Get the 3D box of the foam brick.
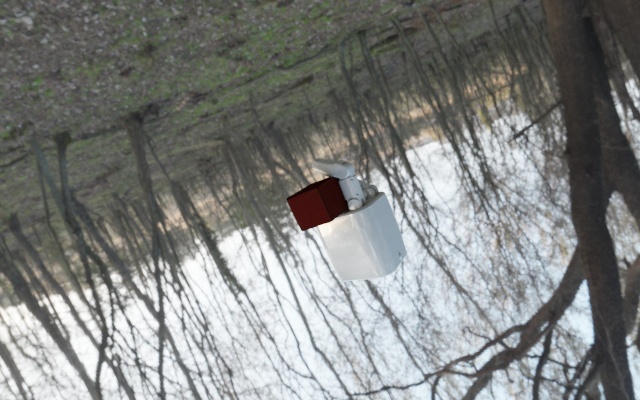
[{"bbox_3d":[0.000,0.002,0.665,0.053,0.051,0.078,-19,8,30],"label":"foam brick"}]
